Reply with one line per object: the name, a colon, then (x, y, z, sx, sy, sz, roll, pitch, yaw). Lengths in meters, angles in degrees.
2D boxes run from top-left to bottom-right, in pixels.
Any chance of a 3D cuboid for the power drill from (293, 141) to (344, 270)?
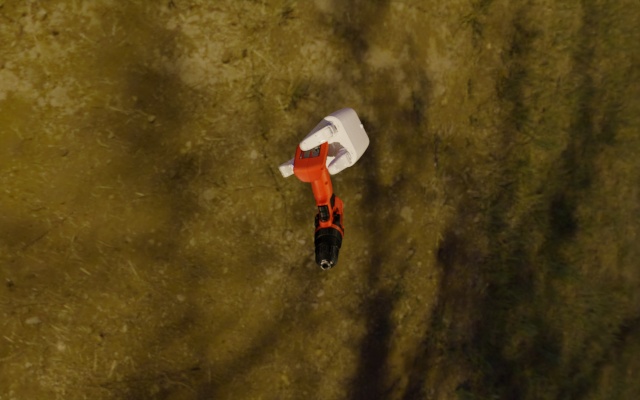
power drill: (0.000, 0.002, 0.840, 0.057, 0.188, 0.184, -7, 35, 8)
